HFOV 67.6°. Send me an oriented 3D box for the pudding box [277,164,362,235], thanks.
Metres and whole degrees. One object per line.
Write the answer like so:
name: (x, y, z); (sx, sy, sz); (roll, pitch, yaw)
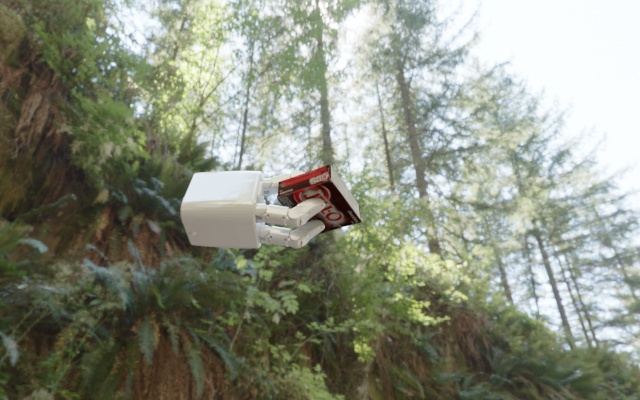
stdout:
pudding box: (0.000, 0.002, 0.727); (0.090, 0.039, 0.113); (-17, -40, 22)
